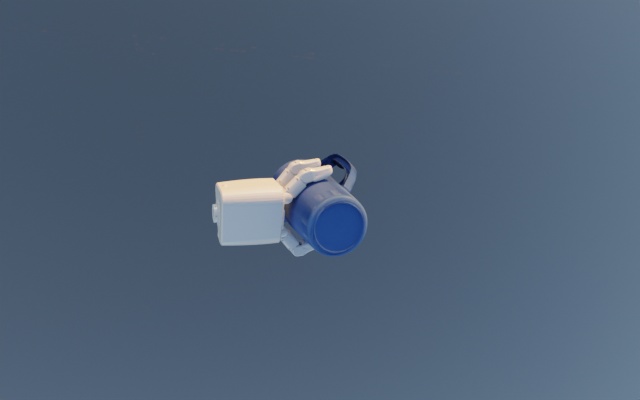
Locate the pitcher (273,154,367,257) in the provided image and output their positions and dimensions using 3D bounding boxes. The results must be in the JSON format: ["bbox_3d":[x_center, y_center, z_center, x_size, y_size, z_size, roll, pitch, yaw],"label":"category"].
[{"bbox_3d":[0.000,0.003,0.885,0.145,0.149,0.242,-4,17,-18],"label":"pitcher"}]
